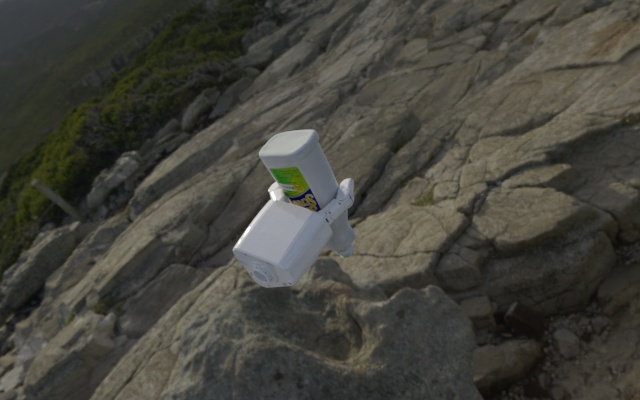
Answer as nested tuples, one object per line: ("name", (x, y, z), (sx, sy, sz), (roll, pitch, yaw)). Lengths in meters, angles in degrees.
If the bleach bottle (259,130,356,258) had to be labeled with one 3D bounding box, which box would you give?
("bleach bottle", (0.000, 0.003, 0.794), (0.102, 0.251, 0.068), (3, 45, 42))
